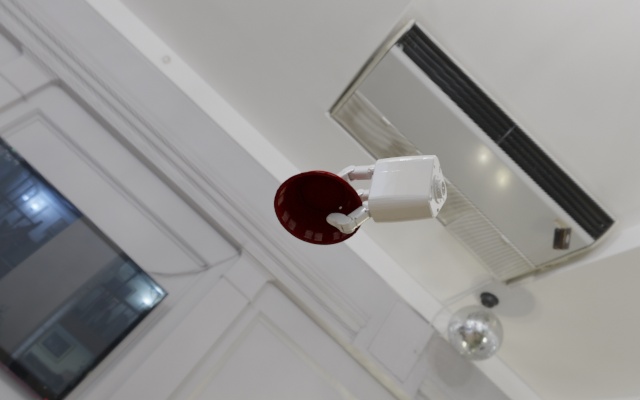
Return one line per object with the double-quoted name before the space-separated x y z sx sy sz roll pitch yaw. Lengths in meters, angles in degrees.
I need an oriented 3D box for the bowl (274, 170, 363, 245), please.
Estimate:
"bowl" -0.001 0.003 0.862 0.162 0.162 0.055 0 36 10
